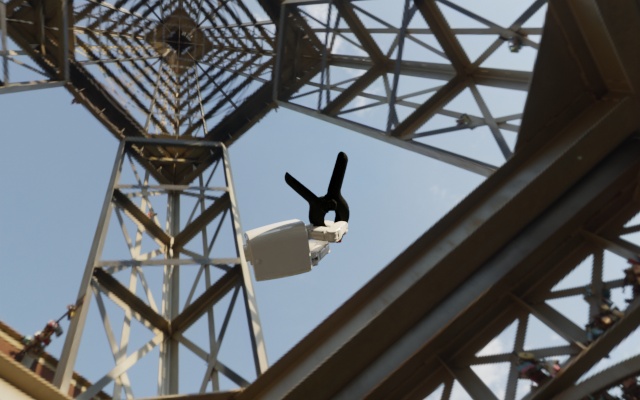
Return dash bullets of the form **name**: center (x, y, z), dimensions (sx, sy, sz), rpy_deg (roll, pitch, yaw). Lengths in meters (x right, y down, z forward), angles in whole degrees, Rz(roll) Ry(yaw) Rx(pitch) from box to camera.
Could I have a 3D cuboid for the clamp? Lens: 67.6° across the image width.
- **clamp**: center (0.000, 0.003, 0.869), dimensions (0.120, 0.171, 0.039), rpy_deg (-11, 20, -12)
